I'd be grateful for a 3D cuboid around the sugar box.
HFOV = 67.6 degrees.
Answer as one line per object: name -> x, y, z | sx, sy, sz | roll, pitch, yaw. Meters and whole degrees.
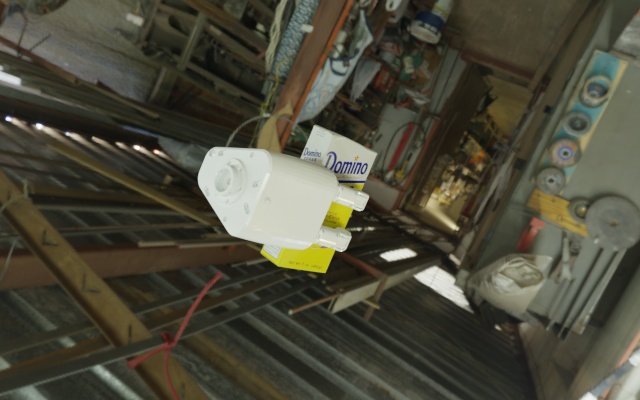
sugar box -> 0.000, 0.002, 0.612 | 0.093, 0.176, 0.048 | 16, 12, -47
